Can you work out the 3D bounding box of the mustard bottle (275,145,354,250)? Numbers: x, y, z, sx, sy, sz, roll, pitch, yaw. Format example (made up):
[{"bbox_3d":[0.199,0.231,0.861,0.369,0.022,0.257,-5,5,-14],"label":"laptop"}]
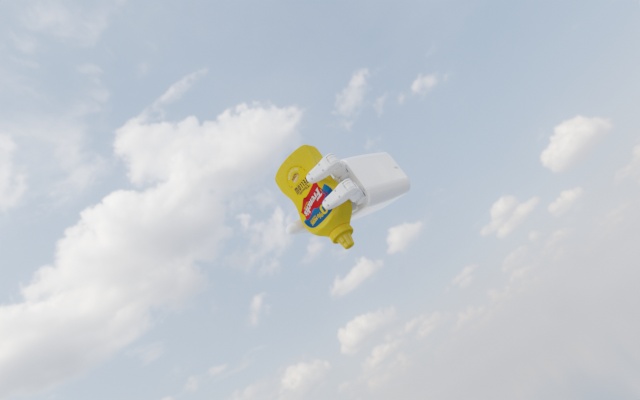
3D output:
[{"bbox_3d":[0.000,0.002,0.812,0.096,0.191,0.058,-46,-28,24],"label":"mustard bottle"}]
